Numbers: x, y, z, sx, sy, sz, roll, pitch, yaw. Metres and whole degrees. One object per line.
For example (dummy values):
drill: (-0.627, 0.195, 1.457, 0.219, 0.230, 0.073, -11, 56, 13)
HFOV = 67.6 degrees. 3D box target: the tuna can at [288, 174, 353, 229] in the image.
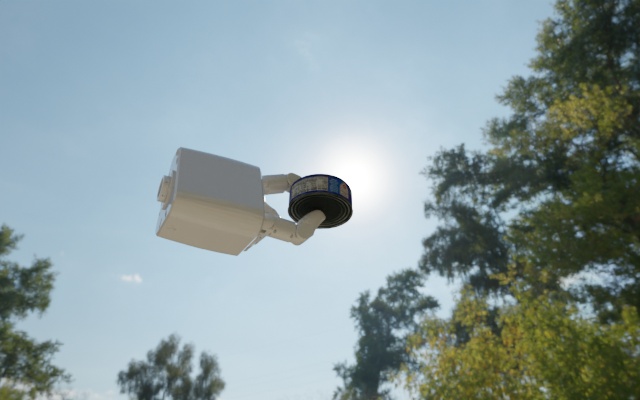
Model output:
tuna can: (0.000, 0.002, 0.633, 0.086, 0.033, 0.086, 1, -34, 1)
